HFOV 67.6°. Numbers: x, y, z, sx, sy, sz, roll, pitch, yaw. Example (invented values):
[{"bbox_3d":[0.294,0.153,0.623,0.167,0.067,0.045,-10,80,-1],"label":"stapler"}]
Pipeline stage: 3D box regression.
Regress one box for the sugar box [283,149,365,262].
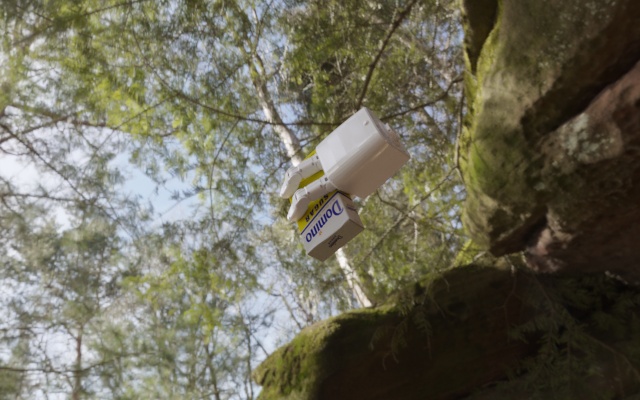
[{"bbox_3d":[0.000,0.002,0.782,0.093,0.176,0.048,-41,-48,20],"label":"sugar box"}]
